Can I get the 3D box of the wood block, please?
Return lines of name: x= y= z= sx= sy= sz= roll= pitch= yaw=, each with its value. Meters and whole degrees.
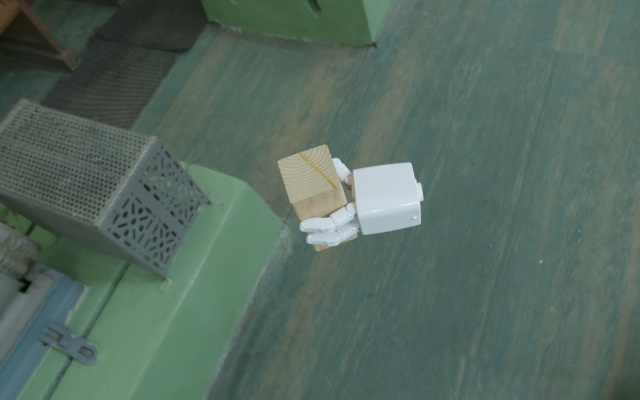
wood block: x=0.000 y=0.002 z=0.866 sx=0.090 sy=0.090 sz=0.206 roll=-19 pitch=-30 yaw=2
